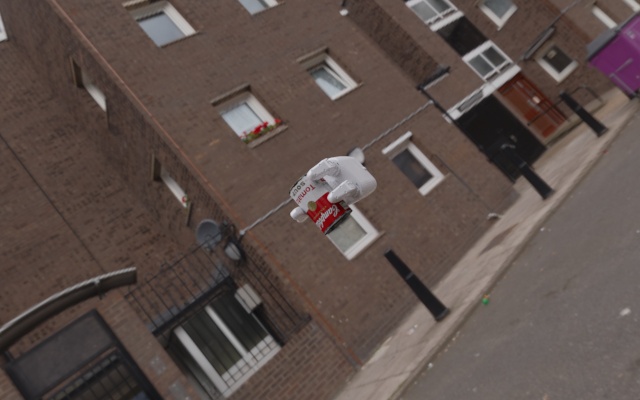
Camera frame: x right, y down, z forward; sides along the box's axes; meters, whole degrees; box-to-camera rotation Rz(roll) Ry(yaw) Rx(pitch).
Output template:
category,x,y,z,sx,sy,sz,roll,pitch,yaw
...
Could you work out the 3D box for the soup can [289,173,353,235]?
category,x,y,z,sx,sy,sz,roll,pitch,yaw
soup can,0.000,0.003,0.868,0.068,0.102,0.068,-40,-10,-9
